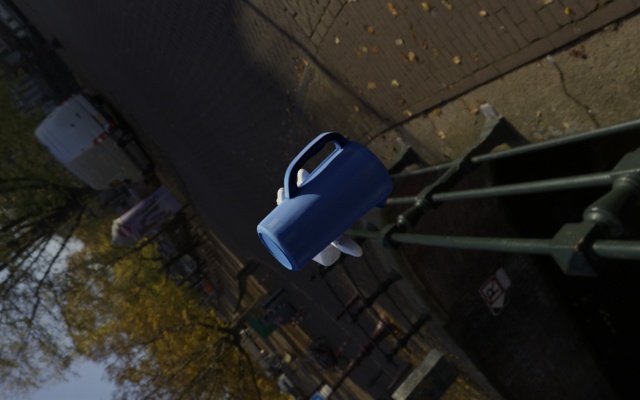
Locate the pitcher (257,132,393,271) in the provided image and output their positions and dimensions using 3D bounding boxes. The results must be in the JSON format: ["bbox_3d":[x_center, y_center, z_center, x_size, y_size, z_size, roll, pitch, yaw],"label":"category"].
[{"bbox_3d":[0.000,0.003,0.868,0.149,0.242,0.145,41,-19,22],"label":"pitcher"}]
